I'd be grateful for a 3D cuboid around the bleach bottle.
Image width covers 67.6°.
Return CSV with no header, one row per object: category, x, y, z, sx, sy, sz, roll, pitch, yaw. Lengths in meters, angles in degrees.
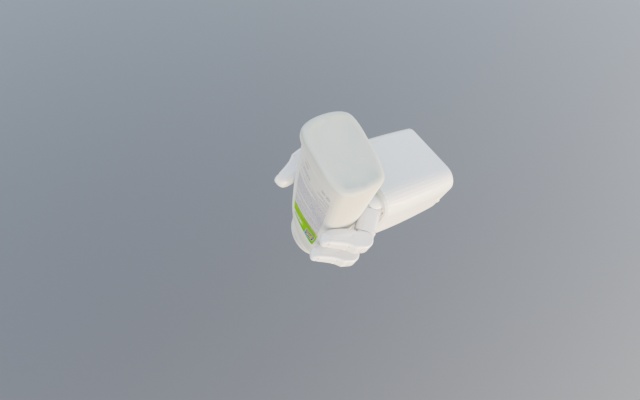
bleach bottle,0.000,0.002,0.596,0.068,0.102,0.251,-21,-18,-21
